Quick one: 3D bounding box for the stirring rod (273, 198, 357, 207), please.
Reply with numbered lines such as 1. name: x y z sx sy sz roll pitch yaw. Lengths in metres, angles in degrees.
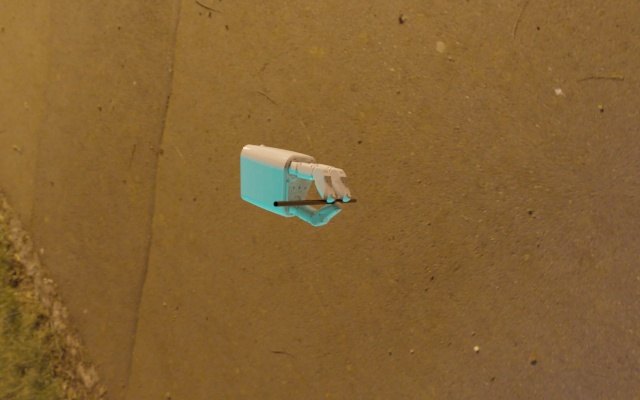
1. stirring rod: 0.000 0.003 0.759 0.011 0.011 0.239 0 1 31
